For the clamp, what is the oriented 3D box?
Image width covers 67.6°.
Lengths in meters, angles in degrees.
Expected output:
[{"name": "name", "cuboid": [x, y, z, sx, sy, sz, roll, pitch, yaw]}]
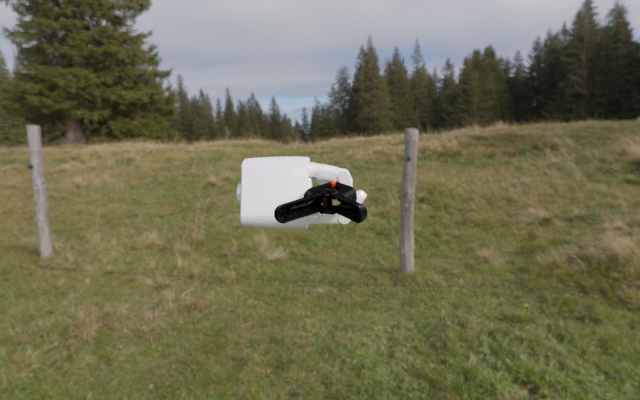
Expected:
[{"name": "clamp", "cuboid": [0.000, 0.002, 0.679, 0.120, 0.039, 0.171, 3, 11, 0]}]
